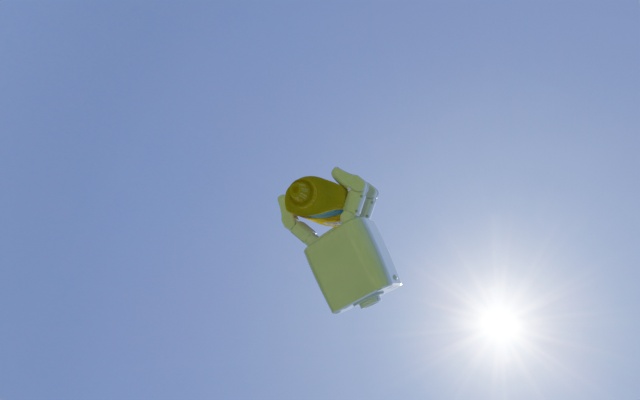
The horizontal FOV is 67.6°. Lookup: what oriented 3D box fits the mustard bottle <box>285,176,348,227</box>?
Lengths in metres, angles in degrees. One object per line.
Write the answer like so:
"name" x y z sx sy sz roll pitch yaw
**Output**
"mustard bottle" 0.000 0.002 0.723 0.096 0.058 0.192 -4 -11 21
